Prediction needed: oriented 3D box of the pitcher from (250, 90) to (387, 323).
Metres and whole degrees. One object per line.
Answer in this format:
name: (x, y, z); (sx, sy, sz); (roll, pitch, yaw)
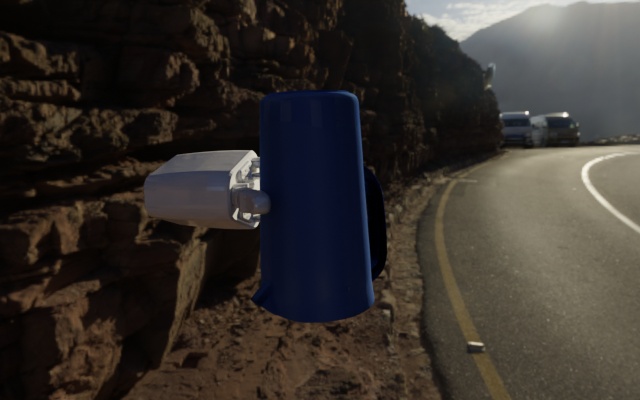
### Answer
pitcher: (0.000, 0.002, 0.545); (0.145, 0.243, 0.149); (0, 9, 10)
